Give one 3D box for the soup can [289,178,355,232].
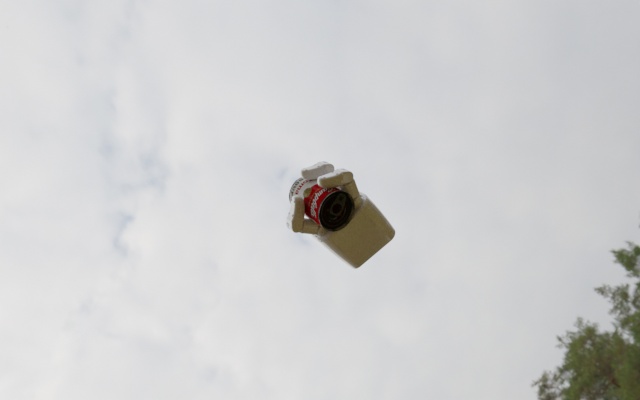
[{"bbox_3d":[0.000,0.002,0.789,0.068,0.068,0.102,0,17,-33],"label":"soup can"}]
